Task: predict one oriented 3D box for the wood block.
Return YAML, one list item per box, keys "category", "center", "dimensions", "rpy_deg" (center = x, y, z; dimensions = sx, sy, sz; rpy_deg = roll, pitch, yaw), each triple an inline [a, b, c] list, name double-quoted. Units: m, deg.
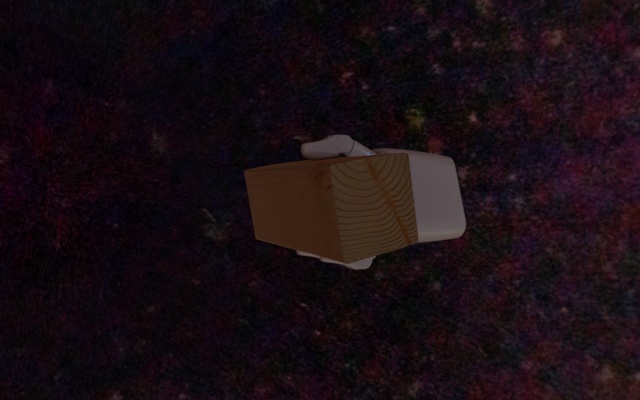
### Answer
- category: "wood block"
  center: [0.000, 0.001, 0.521]
  dimensions: [0.090, 0.091, 0.206]
  rpy_deg: [-12, 7, -29]
